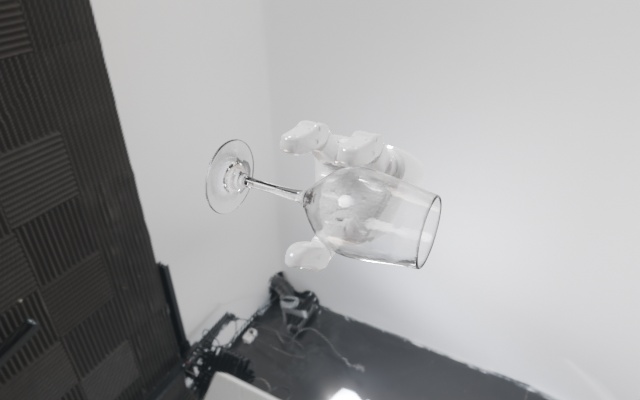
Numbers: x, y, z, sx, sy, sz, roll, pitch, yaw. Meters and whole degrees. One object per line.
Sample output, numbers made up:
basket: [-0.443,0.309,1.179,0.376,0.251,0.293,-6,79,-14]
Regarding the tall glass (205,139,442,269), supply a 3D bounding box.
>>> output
tall glass: [-0.001,0.001,0.423,0.201,0.079,0.079,16,7,24]
